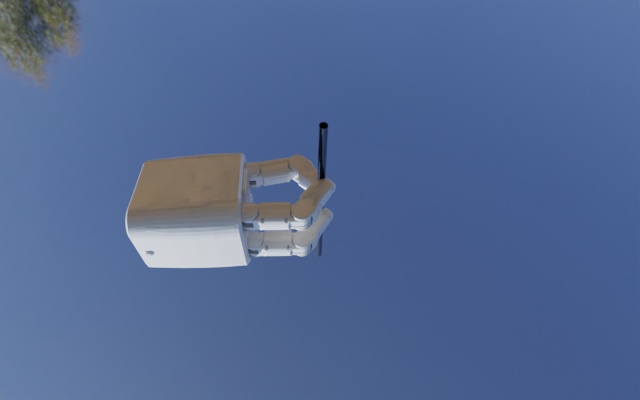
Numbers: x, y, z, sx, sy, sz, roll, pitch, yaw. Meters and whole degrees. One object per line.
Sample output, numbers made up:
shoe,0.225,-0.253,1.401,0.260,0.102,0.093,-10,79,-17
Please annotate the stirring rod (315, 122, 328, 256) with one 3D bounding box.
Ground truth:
stirring rod,0.000,0.002,0.514,0.011,0.011,0.240,0,-34,-1
